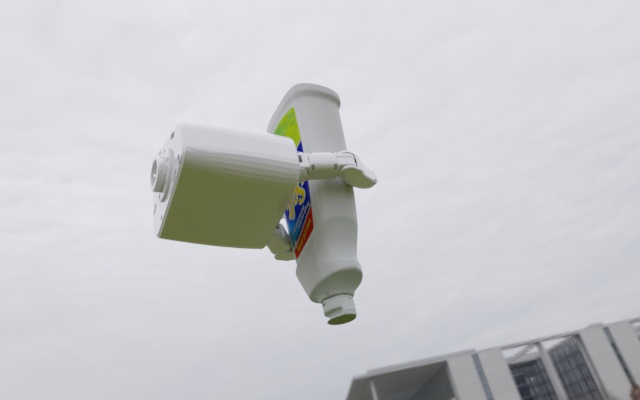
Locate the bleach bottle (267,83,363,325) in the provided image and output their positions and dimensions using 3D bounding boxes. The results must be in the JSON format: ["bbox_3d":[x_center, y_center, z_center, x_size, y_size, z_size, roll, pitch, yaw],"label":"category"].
[{"bbox_3d":[0.000,0.002,0.501,0.068,0.250,0.103,7,-36,-30],"label":"bleach bottle"}]
